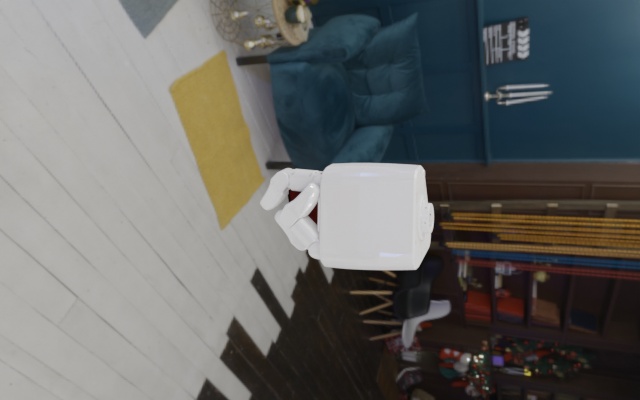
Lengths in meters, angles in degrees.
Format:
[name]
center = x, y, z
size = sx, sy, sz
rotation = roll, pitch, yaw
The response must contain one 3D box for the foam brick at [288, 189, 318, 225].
[foam brick]
center = 0.000, 0.002, 0.603
size = 0.051, 0.053, 0.078
rotation = 0, 16, 23
